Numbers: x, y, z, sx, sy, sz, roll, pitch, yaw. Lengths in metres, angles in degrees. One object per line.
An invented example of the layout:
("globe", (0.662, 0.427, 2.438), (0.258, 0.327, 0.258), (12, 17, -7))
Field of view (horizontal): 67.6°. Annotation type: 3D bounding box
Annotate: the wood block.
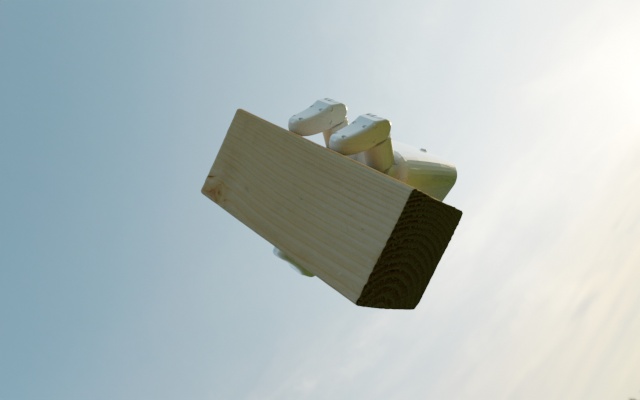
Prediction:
("wood block", (0.000, 0.002, 0.413), (0.206, 0.091, 0.090), (29, 7, 40))
